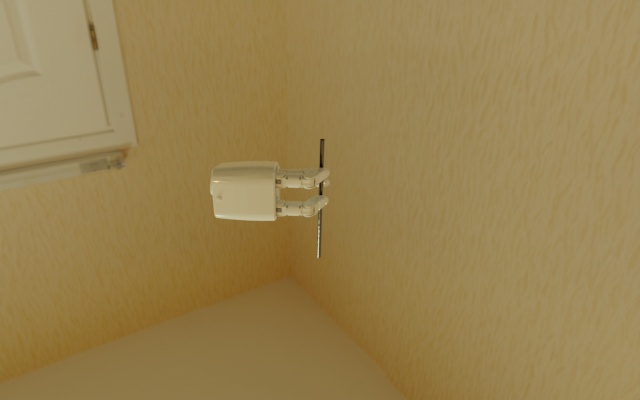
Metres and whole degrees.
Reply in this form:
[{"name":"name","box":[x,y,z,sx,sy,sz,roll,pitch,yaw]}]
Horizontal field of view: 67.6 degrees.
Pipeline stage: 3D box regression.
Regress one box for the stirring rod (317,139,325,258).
[{"name":"stirring rod","box":[0.000,0.003,0.867,0.011,0.240,0.011,1,28,-1]}]
